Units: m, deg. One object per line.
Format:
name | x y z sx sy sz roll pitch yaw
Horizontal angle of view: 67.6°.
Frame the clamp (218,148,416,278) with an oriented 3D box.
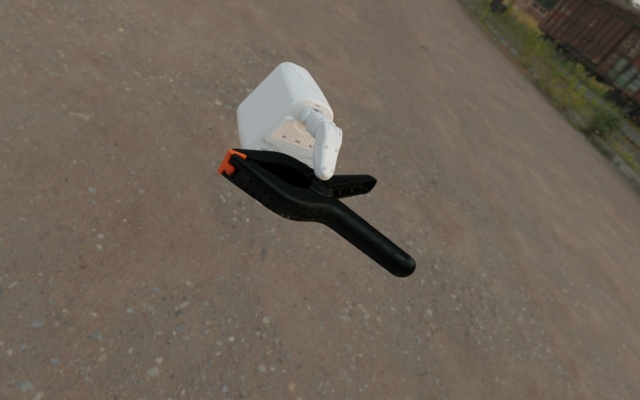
clamp | 0.000 0.001 0.487 0.210 0.036 0.164 17 30 -30
